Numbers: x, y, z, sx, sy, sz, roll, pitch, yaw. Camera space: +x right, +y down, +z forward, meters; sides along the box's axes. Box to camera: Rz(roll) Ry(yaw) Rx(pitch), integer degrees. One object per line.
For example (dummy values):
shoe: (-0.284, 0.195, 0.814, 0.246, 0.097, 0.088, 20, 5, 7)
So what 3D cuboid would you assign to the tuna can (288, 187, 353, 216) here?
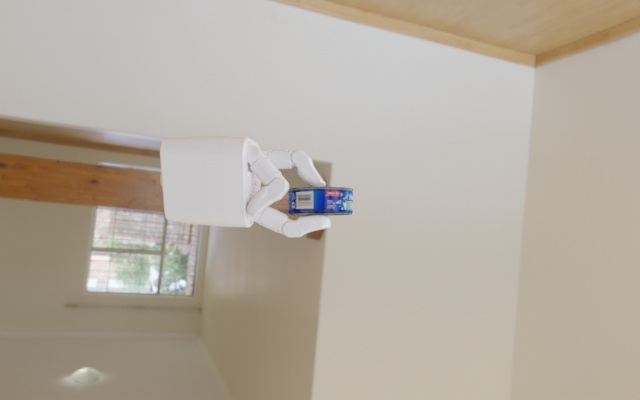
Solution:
tuna can: (0.000, 0.003, 0.625, 0.086, 0.034, 0.086, 0, -4, 0)
